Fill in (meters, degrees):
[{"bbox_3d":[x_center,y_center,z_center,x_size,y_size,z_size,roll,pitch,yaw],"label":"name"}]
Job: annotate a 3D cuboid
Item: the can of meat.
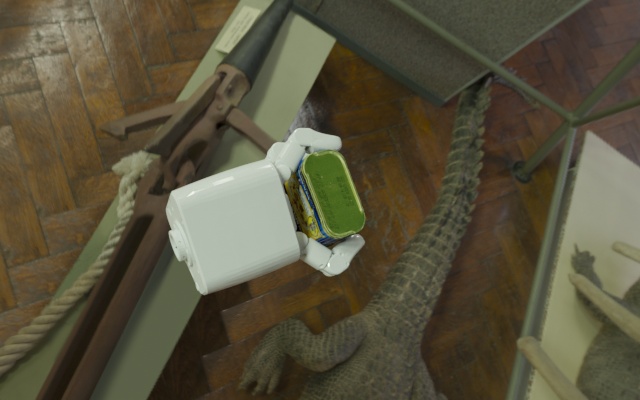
[{"bbox_3d":[0.000,0.002,0.538,0.057,0.102,0.084,-18,-7,-25],"label":"can of meat"}]
